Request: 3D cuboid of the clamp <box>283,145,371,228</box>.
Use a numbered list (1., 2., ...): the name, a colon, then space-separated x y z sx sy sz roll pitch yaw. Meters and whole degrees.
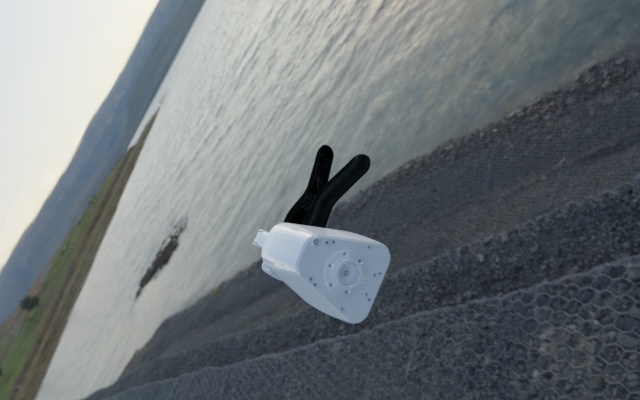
1. clamp: -0.001 0.002 0.623 0.039 0.171 0.120 28 -9 -23
